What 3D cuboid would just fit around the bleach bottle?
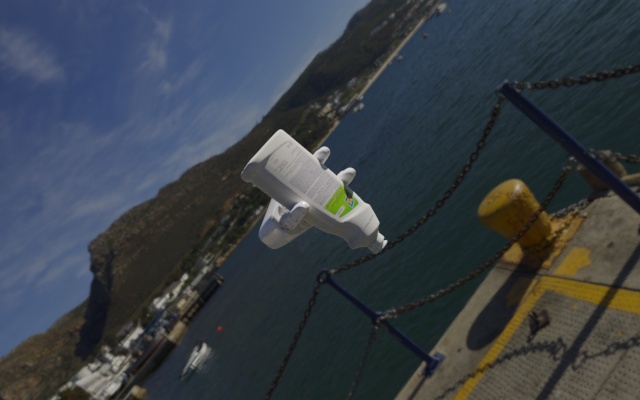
[{"bbox_3d":[0.000,0.002,0.770,0.251,0.102,0.068,40,-29,-5],"label":"bleach bottle"}]
